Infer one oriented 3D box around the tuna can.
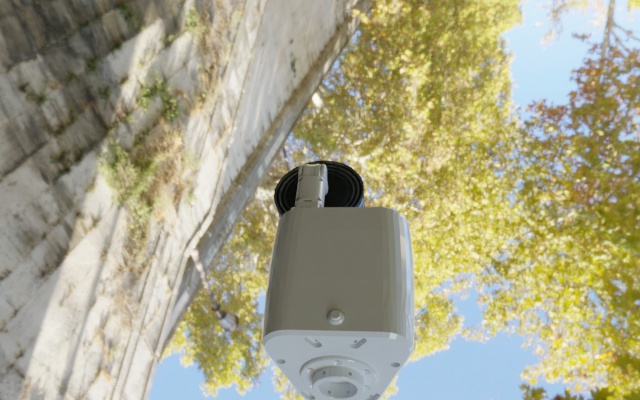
[{"bbox_3d":[0.000,0.002,0.461,0.086,0.034,0.086,-5,44,5],"label":"tuna can"}]
